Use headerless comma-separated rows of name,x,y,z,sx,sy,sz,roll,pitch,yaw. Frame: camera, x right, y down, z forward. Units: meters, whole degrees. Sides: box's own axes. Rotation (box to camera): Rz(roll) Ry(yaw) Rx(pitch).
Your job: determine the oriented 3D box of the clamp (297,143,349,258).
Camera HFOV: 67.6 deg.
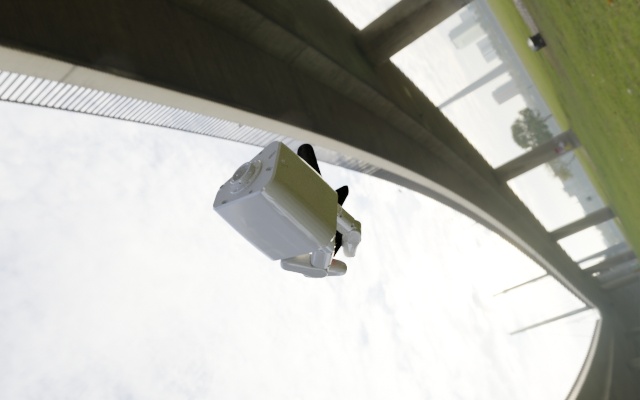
clamp,0.000,0.003,0.661,0.039,0.171,0.120,-30,-57,26
